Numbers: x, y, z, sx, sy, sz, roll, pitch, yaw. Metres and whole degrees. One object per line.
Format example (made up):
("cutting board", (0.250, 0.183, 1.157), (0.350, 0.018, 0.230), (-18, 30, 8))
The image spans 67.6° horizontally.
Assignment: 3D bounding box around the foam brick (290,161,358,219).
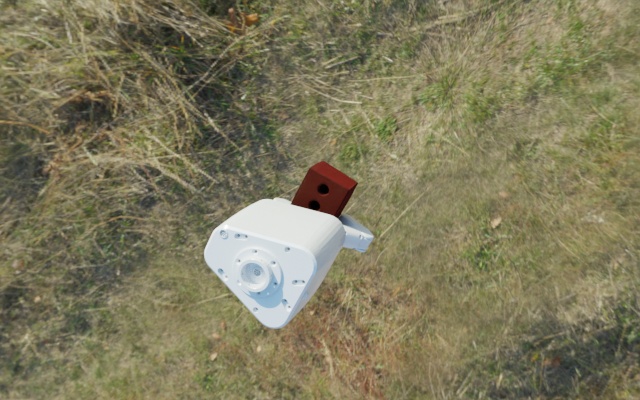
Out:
("foam brick", (0.000, 0.002, 0.560), (0.053, 0.078, 0.051), (31, 18, 9))
